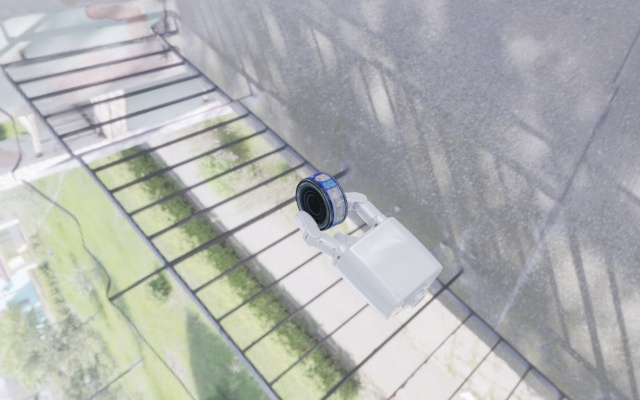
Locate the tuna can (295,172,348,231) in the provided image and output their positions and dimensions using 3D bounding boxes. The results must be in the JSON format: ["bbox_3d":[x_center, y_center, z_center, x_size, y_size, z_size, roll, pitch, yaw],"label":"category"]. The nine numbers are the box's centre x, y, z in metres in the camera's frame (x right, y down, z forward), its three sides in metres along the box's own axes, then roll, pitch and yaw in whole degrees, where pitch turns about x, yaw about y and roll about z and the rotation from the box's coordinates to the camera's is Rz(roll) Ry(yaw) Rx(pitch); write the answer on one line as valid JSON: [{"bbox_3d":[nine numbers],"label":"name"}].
[{"bbox_3d":[0.000,0.002,0.717,0.033,0.086,0.086,-24,14,-35],"label":"tuna can"}]
